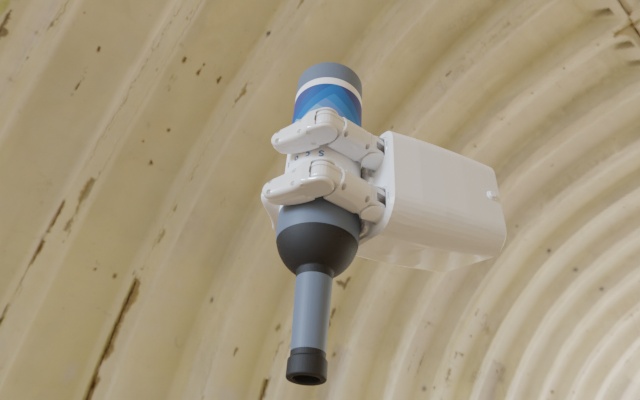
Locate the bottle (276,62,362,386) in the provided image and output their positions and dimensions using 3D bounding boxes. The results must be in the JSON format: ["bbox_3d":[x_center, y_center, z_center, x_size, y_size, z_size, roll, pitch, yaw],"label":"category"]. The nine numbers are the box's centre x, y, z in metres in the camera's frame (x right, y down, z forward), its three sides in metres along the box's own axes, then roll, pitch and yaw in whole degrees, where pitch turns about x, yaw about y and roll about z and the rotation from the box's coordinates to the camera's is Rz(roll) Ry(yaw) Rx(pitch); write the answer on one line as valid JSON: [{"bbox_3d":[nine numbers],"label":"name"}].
[{"bbox_3d":[0.000,0.001,0.402,0.069,0.295,0.069,3,-37,2],"label":"bottle"}]
